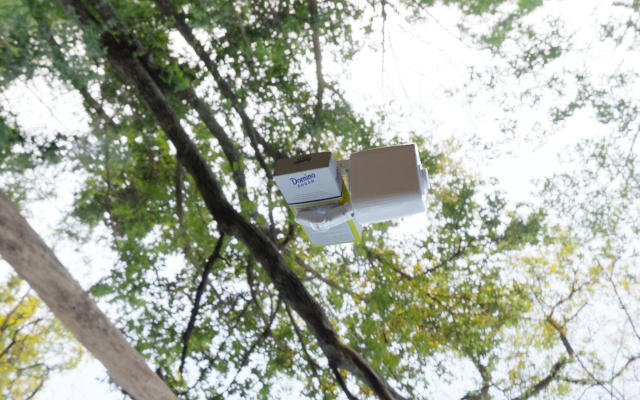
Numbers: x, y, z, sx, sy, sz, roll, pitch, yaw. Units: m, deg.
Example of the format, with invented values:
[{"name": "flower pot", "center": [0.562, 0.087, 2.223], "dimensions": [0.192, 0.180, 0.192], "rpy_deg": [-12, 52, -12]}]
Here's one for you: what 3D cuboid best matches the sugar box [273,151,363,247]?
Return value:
[{"name": "sugar box", "center": [0.000, 0.002, 0.772], "dimensions": [0.093, 0.176, 0.048], "rpy_deg": [-8, 42, 18]}]
